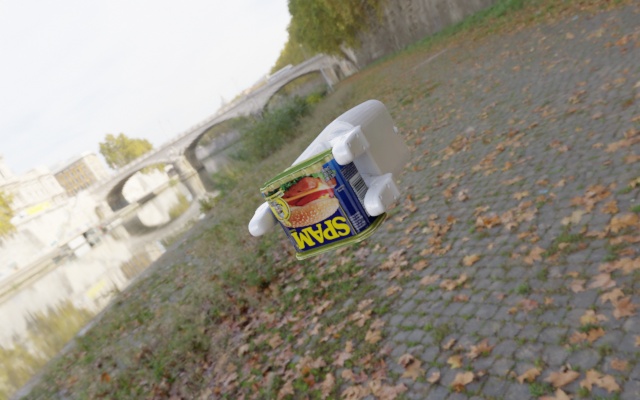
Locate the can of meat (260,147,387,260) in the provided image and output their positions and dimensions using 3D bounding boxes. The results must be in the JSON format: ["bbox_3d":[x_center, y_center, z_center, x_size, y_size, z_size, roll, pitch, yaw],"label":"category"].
[{"bbox_3d":[0.000,0.001,0.470,0.102,0.084,0.057,-22,14,38],"label":"can of meat"}]
